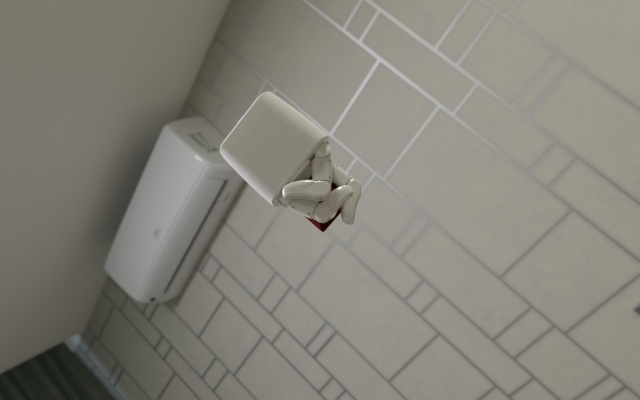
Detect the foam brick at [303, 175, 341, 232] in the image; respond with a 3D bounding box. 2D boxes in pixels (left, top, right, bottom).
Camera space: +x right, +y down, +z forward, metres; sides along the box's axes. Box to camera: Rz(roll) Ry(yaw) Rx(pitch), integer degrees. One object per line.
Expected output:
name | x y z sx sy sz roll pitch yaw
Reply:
foam brick | 0.000 0.002 0.668 0.051 0.053 0.078 40 -10 13
